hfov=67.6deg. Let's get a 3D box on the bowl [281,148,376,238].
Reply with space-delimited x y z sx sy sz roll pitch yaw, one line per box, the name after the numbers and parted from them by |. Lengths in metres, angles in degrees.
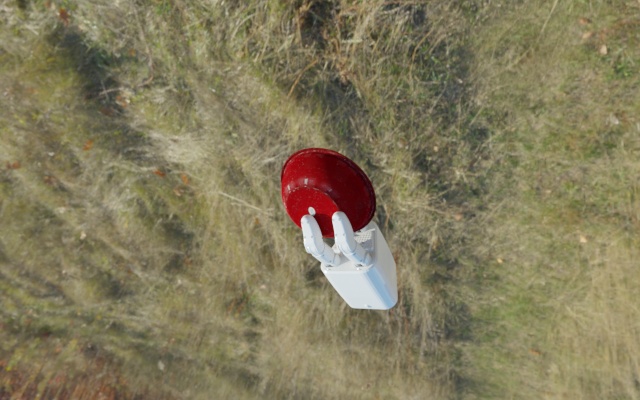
-0.001 0.002 0.724 0.162 0.162 0.055 0 35 30 | bowl
